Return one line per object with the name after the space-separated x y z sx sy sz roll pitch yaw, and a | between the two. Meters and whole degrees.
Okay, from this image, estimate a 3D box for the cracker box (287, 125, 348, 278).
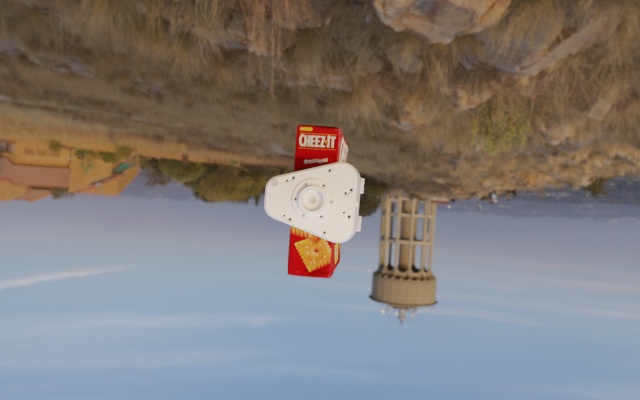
0.000 0.003 0.746 0.072 0.213 0.164 5 0 6 | cracker box
